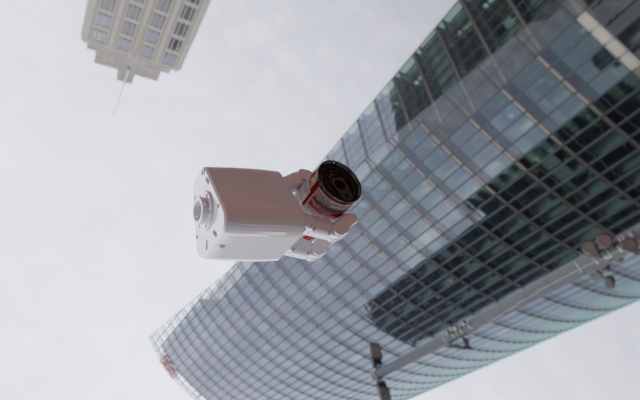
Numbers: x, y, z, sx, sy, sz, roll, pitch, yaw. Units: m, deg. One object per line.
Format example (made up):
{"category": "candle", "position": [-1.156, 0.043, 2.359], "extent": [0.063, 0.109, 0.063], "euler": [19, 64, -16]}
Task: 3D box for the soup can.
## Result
{"category": "soup can", "position": [0.000, 0.002, 0.656], "extent": [0.068, 0.068, 0.102], "euler": [0, -33, -38]}
